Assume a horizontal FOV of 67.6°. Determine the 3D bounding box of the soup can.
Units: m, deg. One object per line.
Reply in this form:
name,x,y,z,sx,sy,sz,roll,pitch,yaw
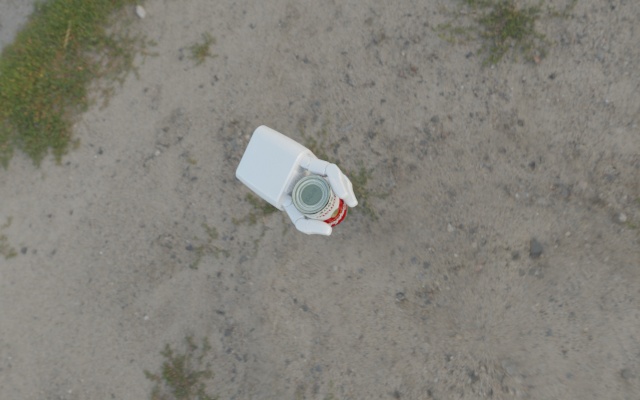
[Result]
soup can,0.000,0.003,0.804,0.068,0.068,0.102,0,-15,19
